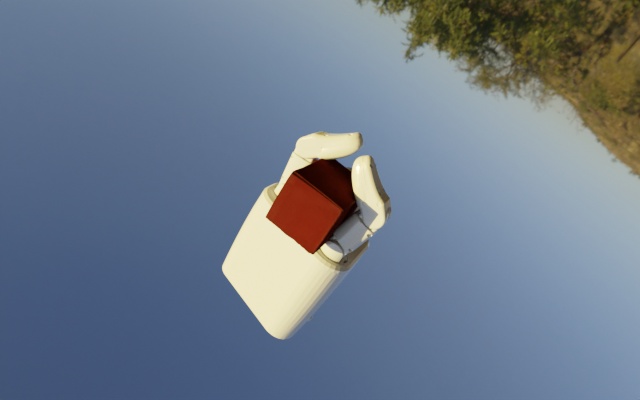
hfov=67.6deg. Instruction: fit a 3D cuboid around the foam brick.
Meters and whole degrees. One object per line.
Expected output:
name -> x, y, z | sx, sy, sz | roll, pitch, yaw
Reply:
foam brick -> 0.000, 0.001, 0.412 | 0.053, 0.051, 0.078 | 39, 26, 9
